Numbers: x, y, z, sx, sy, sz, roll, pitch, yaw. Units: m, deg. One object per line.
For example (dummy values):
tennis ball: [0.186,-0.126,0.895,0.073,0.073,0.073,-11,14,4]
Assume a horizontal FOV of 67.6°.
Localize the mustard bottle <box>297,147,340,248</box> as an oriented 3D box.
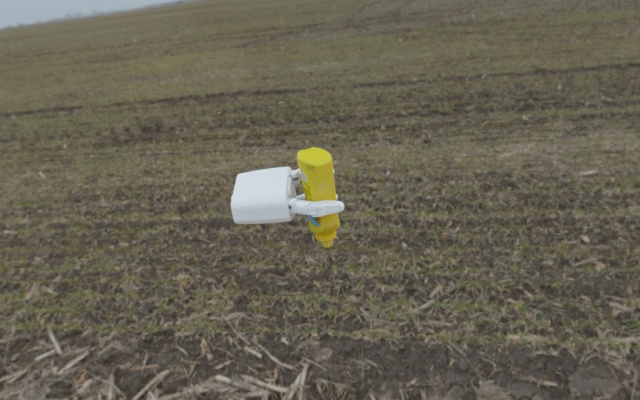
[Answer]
mustard bottle: [0.000,0.003,0.899,0.058,0.192,0.096,-16,26,-17]
